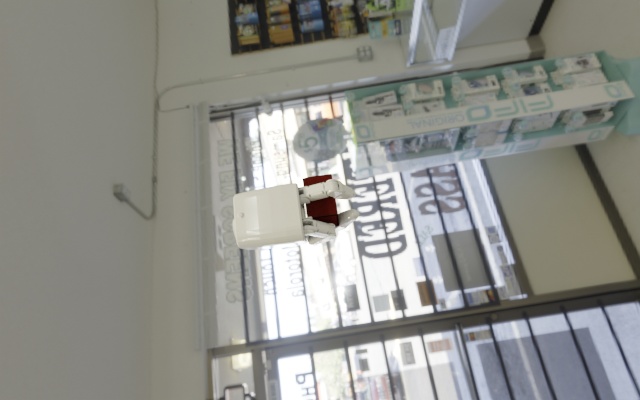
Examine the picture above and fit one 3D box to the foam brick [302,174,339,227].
[{"bbox_3d":[0.000,0.002,0.798,0.051,0.078,0.053,-8,-25,1],"label":"foam brick"}]
